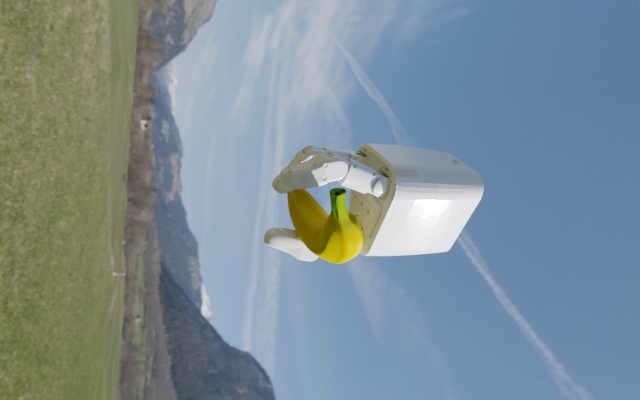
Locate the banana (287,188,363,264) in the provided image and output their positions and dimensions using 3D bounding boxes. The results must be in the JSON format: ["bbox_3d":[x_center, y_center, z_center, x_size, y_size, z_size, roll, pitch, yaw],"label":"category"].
[{"bbox_3d":[0.003,0.020,0.444,0.037,0.069,0.198,-6,3,-15],"label":"banana"}]
